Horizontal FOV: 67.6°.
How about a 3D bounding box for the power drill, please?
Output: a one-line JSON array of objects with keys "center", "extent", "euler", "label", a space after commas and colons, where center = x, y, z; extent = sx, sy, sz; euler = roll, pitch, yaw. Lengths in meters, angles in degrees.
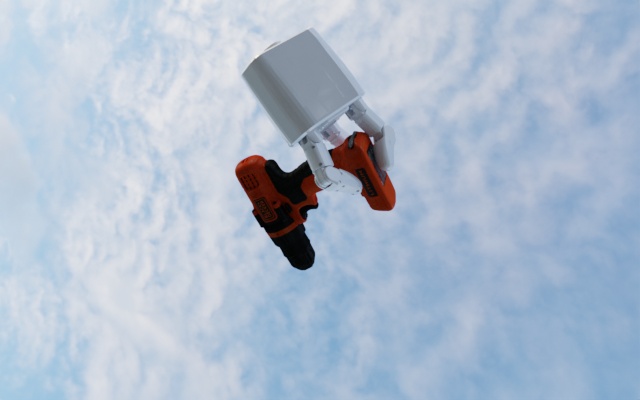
[{"center": [0.000, 0.002, 0.634], "extent": [0.188, 0.184, 0.057], "euler": [-19, 25, 22], "label": "power drill"}]
